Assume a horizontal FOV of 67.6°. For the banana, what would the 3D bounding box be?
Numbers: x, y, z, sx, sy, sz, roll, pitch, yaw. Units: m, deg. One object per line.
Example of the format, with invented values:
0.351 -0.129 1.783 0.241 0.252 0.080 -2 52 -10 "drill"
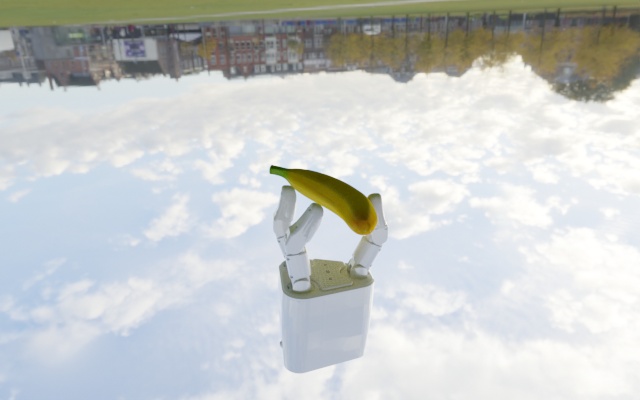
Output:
0.014 -0.001 0.548 0.069 0.037 0.197 -5 21 -34 "banana"
